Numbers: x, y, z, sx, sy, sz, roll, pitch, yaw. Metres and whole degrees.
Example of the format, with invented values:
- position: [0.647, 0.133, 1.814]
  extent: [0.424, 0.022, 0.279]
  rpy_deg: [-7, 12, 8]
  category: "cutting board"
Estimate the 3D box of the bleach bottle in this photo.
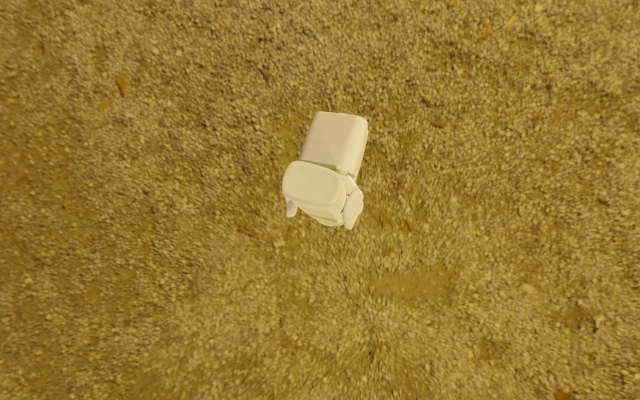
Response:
- position: [0.000, 0.003, 0.892]
  extent: [0.102, 0.068, 0.251]
  rpy_deg: [16, -12, 10]
  category: "bleach bottle"
